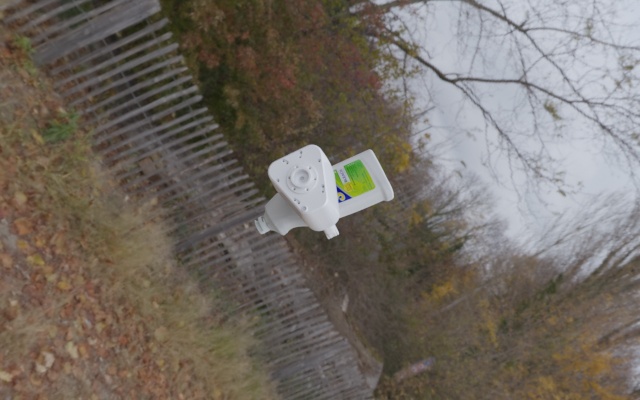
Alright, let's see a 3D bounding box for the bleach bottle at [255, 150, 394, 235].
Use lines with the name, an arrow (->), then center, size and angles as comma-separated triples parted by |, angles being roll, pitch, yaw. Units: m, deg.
bleach bottle -> 0.000, 0.003, 0.880 | 0.251, 0.102, 0.068 | -26, -20, 2
